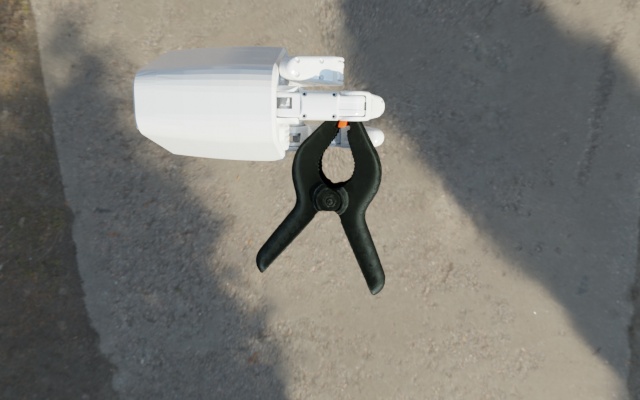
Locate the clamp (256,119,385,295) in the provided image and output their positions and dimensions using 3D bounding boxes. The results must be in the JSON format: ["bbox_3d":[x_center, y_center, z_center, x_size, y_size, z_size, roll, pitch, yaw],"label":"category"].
[{"bbox_3d":[0.000,0.001,0.426,0.120,0.171,0.039,1,11,1],"label":"clamp"}]
